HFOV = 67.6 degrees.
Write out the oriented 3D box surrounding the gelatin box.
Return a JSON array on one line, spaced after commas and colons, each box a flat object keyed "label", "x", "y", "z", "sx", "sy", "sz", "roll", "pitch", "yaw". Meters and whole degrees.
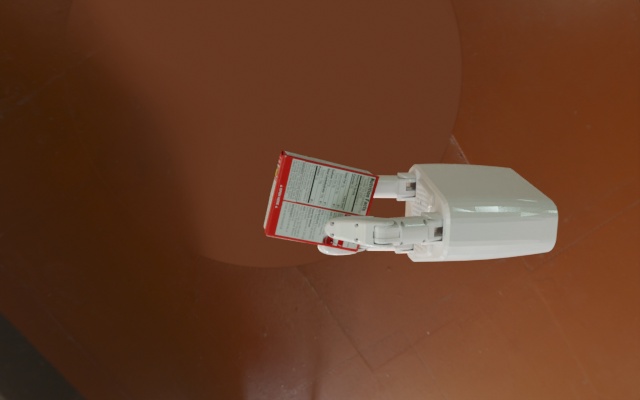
[{"label": "gelatin box", "x": 0.000, "y": 0.001, "z": 0.427, "sx": 0.089, "sy": 0.073, "sz": 0.030, "roll": 11, "pitch": 11, "yaw": -14}]
